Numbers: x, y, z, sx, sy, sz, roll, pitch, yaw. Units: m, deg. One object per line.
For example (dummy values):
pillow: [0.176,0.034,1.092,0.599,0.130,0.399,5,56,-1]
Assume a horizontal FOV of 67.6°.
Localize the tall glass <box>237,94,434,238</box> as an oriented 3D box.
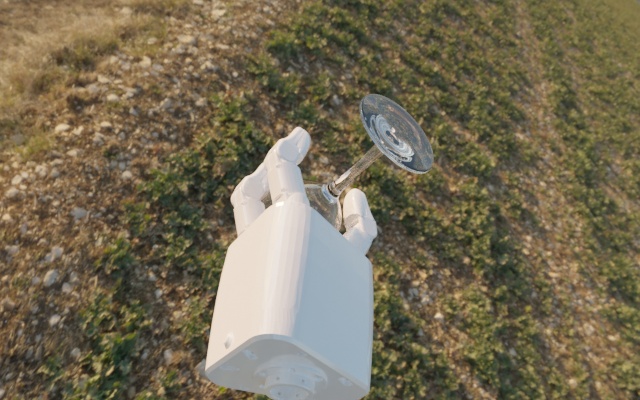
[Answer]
tall glass: [0.001,0.001,0.420,0.079,0.079,0.201,0,-32,-44]
